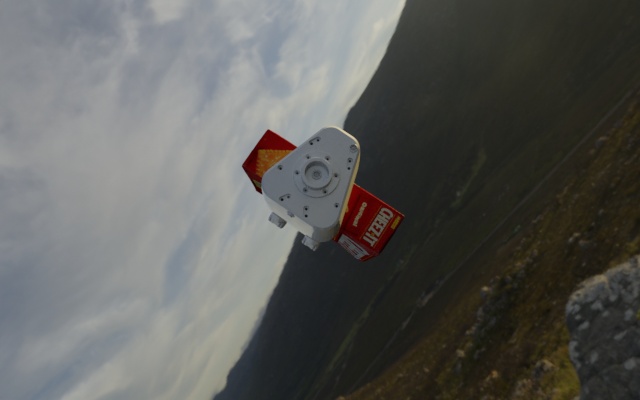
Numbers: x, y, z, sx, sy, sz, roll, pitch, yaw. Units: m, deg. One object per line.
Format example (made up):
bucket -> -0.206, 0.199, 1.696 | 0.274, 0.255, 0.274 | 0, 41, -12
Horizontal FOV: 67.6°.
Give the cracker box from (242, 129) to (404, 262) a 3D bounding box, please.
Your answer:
cracker box -> 0.000, 0.002, 0.691 | 0.213, 0.072, 0.164 | 34, -8, 5
